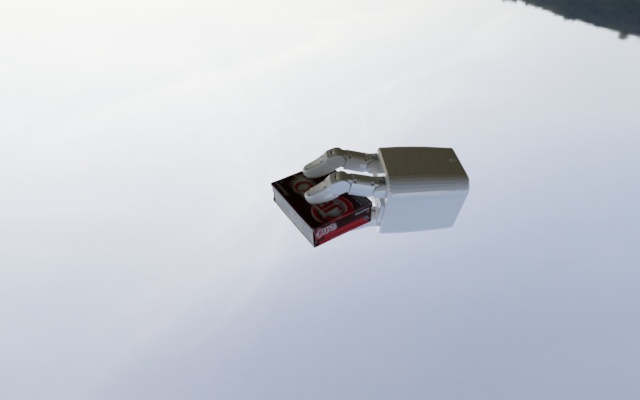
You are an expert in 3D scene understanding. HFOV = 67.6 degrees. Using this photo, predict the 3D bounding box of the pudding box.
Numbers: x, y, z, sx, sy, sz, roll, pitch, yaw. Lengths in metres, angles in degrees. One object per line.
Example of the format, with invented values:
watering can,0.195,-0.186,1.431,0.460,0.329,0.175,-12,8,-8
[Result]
pudding box,0.000,0.002,0.631,0.090,0.039,0.113,-23,42,-24
